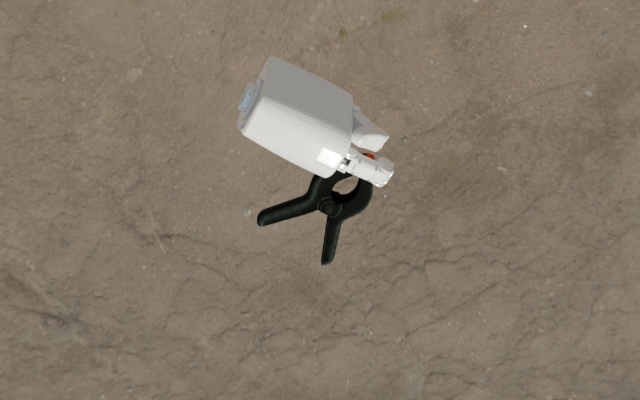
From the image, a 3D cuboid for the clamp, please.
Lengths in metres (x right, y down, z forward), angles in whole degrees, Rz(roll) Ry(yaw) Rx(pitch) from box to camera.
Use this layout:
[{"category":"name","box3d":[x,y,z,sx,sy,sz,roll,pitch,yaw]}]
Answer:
[{"category":"clamp","box3d":[0.000,0.002,0.608,0.120,0.171,0.039,24,26,-20]}]
